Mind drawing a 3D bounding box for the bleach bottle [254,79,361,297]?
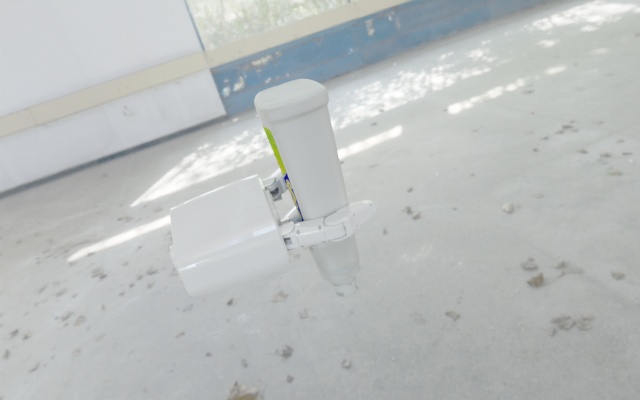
[{"bbox_3d":[0.000,0.002,0.518,0.068,0.251,0.102,-20,24,-7],"label":"bleach bottle"}]
